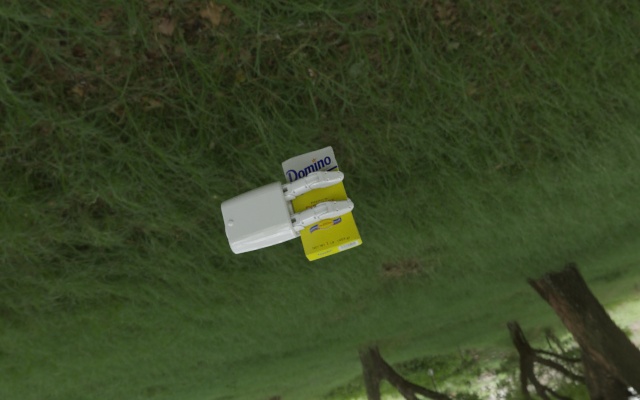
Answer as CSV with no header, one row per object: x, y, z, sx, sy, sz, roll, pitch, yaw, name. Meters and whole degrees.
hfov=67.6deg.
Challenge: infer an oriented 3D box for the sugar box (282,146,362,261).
0.000,0.003,0.803,0.093,0.176,0.048,-18,-20,3,sugar box
